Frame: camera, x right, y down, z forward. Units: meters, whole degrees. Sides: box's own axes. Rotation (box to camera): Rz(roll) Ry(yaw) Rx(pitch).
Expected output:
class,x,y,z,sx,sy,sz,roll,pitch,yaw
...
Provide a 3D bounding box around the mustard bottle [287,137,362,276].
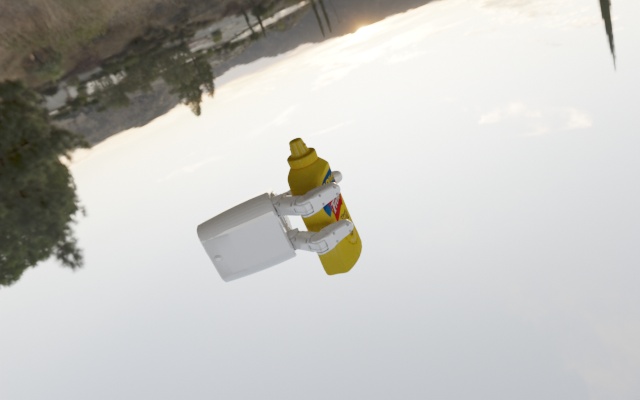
class,x,y,z,sx,sy,sz,roll,pitch,yaw
mustard bottle,0.001,0.002,0.659,0.058,0.192,0.096,-13,26,23
